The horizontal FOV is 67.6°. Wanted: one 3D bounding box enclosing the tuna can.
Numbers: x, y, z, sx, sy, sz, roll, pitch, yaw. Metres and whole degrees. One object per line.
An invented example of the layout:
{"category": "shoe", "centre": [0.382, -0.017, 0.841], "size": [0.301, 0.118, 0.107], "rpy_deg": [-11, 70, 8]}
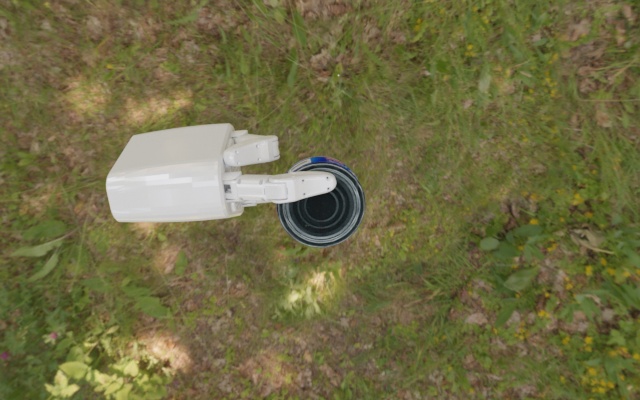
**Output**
{"category": "tuna can", "centre": [0.000, 0.002, 0.464], "size": [0.086, 0.086, 0.033], "rpy_deg": [0, 14, -4]}
